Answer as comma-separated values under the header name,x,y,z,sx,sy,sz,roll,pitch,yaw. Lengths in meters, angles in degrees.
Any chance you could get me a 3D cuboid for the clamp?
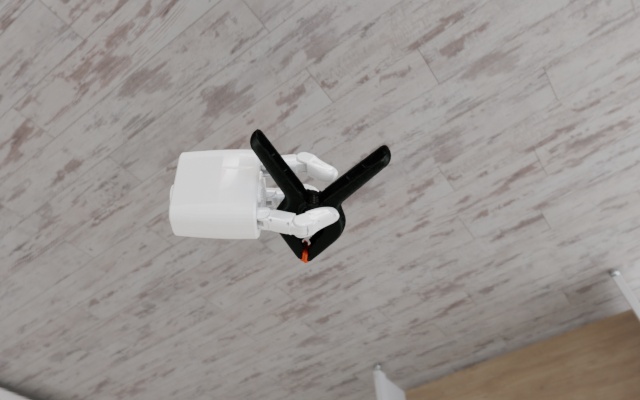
name,x,y,z,sx,sy,sz,roll,pitch,yaw
clamp,0.000,0.003,0.612,0.164,0.210,0.036,2,42,2
